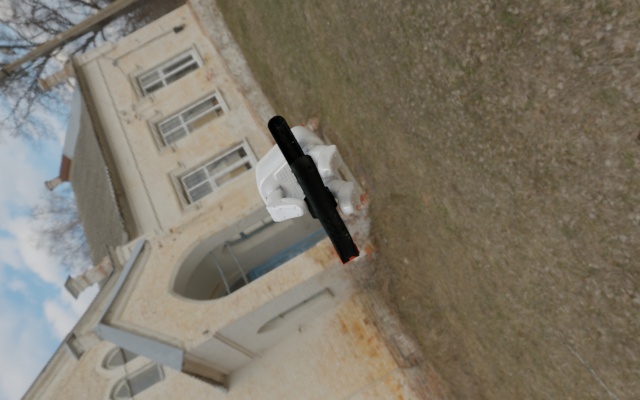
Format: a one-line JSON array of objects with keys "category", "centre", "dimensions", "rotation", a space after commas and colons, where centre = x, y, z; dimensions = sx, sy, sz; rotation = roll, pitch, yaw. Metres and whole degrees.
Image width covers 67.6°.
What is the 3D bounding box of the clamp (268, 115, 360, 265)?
[{"category": "clamp", "centre": [0.000, 0.003, 0.588], "dimensions": [0.036, 0.210, 0.164], "rotation": [-29, 23, 0]}]
